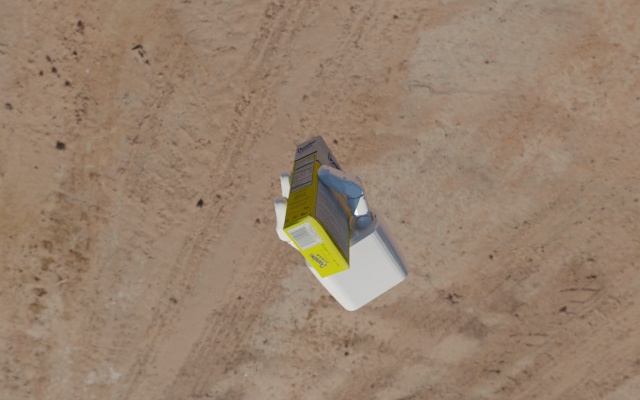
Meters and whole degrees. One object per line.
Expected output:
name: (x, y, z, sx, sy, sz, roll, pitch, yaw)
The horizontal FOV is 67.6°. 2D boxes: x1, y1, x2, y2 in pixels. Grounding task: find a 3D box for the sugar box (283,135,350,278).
sugar box: (0.000, 0.002, 0.613, 0.048, 0.093, 0.176, -24, 33, 18)
